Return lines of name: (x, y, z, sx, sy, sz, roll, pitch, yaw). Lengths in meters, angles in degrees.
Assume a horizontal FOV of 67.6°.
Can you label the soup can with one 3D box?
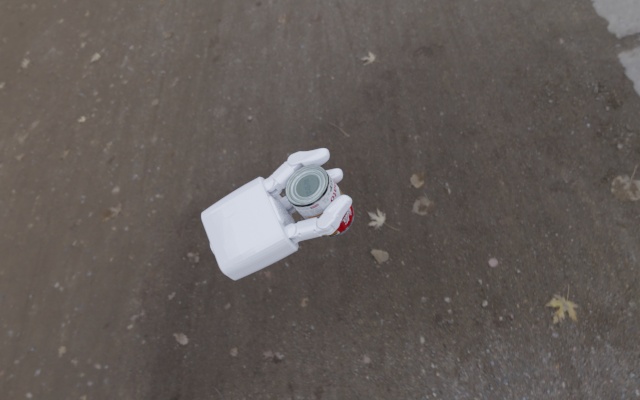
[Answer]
soup can: (0.000, 0.002, 0.693, 0.068, 0.068, 0.102, 0, -29, 27)
